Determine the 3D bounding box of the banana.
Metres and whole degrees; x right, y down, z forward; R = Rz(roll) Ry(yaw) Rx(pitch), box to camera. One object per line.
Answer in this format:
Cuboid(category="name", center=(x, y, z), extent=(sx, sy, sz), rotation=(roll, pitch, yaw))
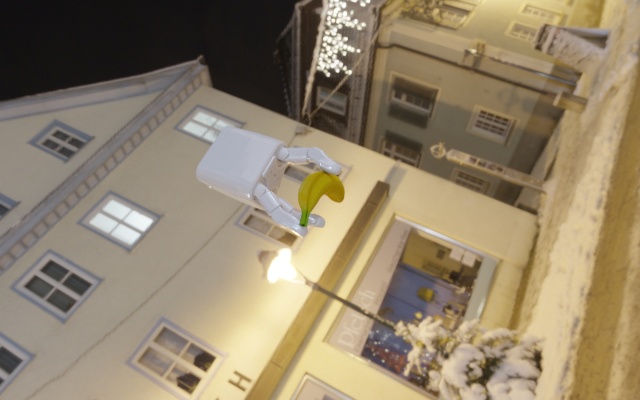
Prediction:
Cuboid(category="banana", center=(0.003, -0.015, 0.760), extent=(0.037, 0.070, 0.197), rotation=(16, 16, 17))
